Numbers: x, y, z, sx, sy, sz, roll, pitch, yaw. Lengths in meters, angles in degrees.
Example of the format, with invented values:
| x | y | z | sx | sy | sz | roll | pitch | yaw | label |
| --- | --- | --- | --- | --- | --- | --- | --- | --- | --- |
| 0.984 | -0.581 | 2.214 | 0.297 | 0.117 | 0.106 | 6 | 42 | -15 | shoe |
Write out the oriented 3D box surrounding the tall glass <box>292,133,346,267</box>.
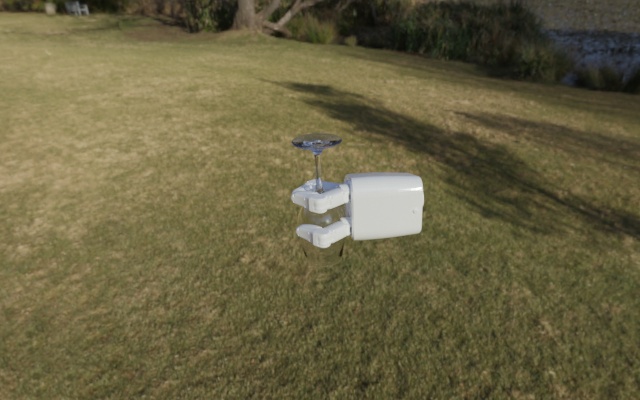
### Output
| x | y | z | sx | sy | sz | roll | pitch | yaw | label |
| --- | --- | --- | --- | --- | --- | --- | --- | --- | --- |
| 0.000 | 0.002 | 0.741 | 0.079 | 0.201 | 0.079 | -3 | 24 | 1 | tall glass |
